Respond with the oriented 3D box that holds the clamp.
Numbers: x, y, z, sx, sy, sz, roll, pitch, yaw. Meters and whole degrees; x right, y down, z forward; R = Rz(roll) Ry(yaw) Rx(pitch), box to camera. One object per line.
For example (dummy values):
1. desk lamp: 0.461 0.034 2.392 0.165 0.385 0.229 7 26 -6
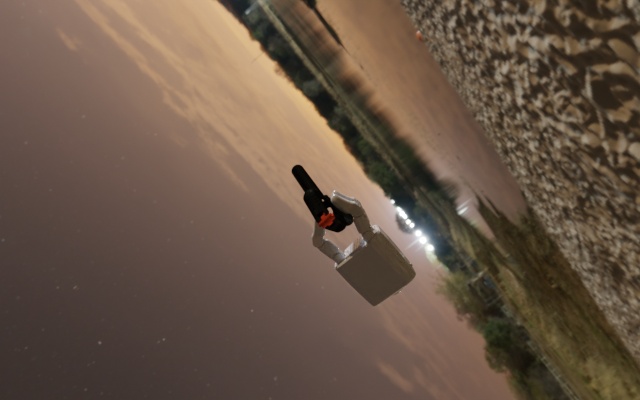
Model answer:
1. clamp: 0.000 0.004 0.872 0.164 0.036 0.210 44 9 -4
